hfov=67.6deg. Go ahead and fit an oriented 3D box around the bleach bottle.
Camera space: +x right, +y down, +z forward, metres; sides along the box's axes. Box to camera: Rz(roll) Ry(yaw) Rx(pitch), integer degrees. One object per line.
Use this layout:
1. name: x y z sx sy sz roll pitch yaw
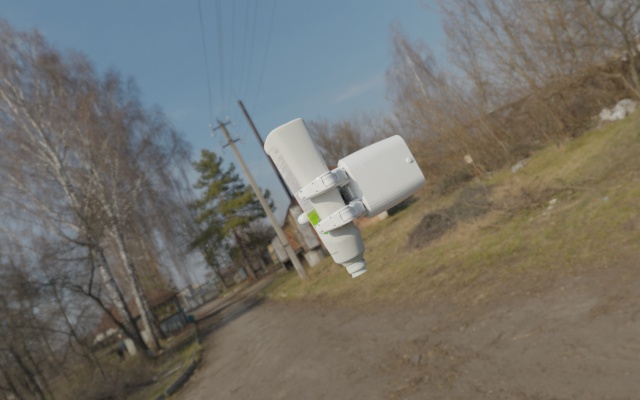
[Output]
1. bleach bottle: 0.000 0.002 0.743 0.068 0.251 0.102 -27 -3 -14
